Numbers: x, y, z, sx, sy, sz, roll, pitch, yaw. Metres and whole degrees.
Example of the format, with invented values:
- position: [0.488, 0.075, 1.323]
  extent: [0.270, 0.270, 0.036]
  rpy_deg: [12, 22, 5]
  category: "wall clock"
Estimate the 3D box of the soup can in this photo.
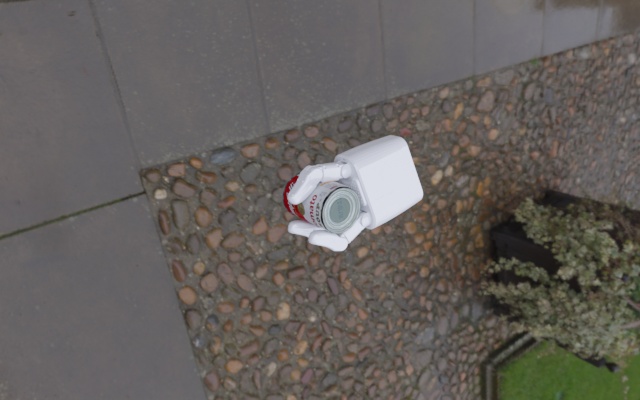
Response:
- position: [0.000, 0.002, 0.681]
  extent: [0.068, 0.068, 0.102]
  rpy_deg: [0, 14, -36]
  category: "soup can"
